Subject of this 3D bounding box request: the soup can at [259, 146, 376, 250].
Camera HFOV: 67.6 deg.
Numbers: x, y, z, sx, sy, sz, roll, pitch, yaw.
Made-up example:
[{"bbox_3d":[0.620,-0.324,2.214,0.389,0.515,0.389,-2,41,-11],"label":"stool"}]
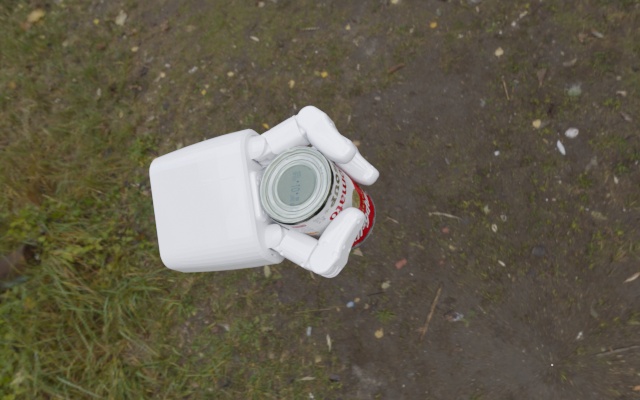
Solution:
[{"bbox_3d":[0.000,0.001,0.419,0.068,0.068,0.102,0,-17,26],"label":"soup can"}]
